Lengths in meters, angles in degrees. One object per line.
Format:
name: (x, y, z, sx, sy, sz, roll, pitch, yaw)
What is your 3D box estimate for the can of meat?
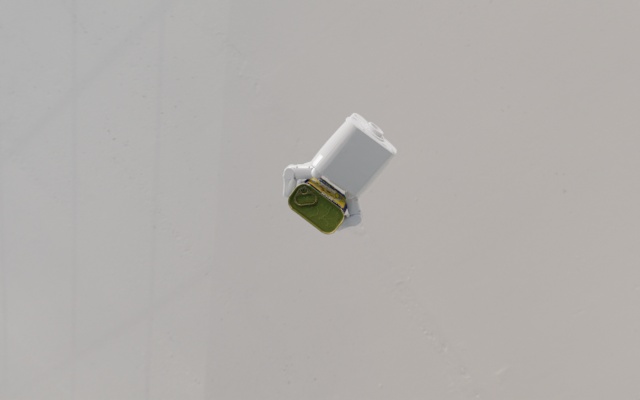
can of meat: (0.000, 0.003, 0.867, 0.102, 0.057, 0.084, 37, 22, -2)
